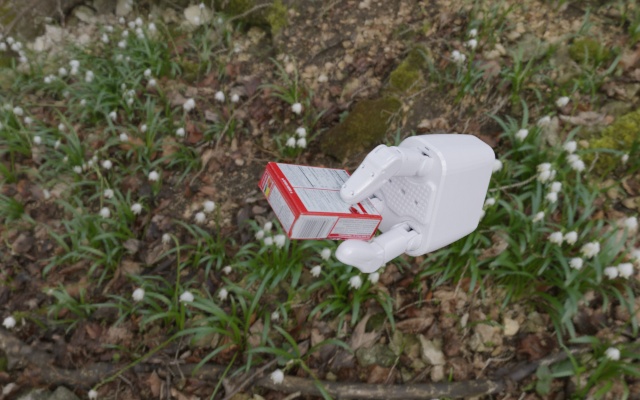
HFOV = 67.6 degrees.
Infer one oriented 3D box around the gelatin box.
[{"bbox_3d":[0.000,0.001,0.419,0.089,0.030,0.073,4,36,-35],"label":"gelatin box"}]
